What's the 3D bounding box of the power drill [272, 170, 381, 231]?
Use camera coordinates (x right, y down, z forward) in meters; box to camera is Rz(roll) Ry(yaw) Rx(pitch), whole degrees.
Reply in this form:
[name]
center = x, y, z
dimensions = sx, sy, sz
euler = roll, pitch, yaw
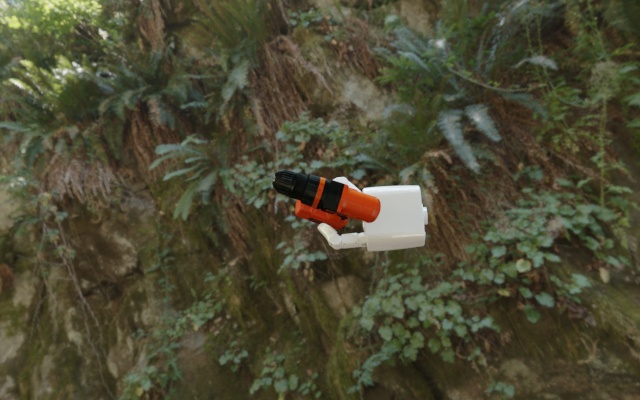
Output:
[power drill]
center = 0.000, 0.003, 0.849
dimensions = 0.184, 0.057, 0.188
euler = 19, -9, -4
